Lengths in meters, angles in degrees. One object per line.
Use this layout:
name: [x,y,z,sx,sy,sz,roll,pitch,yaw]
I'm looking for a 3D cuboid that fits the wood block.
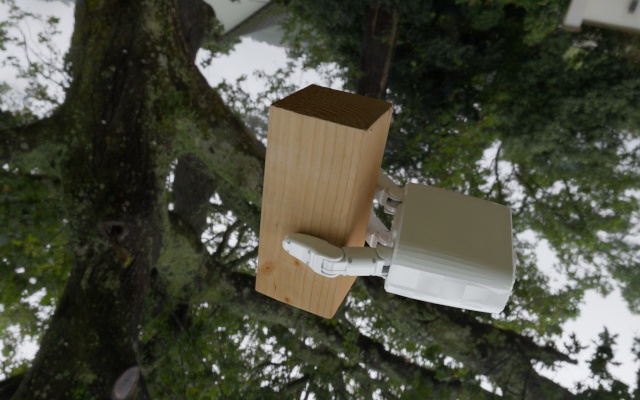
wood block: [0.000,0.002,0.479,0.090,0.206,0.090,18,30,17]
